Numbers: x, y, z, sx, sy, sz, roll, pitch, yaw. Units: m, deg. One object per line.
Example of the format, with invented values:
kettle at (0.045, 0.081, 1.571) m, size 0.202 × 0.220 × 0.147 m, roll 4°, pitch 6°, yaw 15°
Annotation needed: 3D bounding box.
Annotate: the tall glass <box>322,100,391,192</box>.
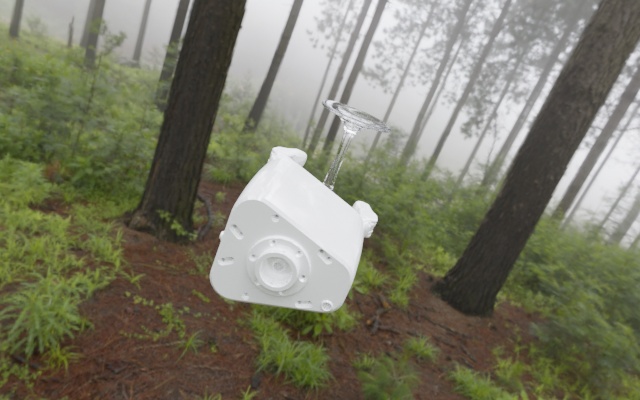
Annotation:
tall glass at (0.000, 0.001, 0.507) m, size 0.079 × 0.201 × 0.079 m, roll 20°, pitch 20°, yaw -8°
